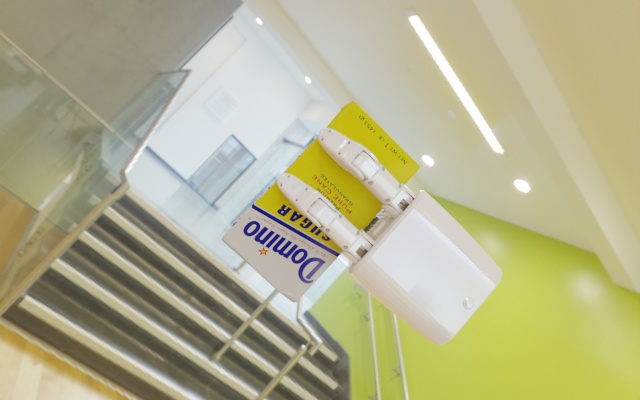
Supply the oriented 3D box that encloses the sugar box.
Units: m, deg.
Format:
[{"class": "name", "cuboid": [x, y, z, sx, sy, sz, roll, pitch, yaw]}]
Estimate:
[{"class": "sugar box", "cuboid": [0.000, 0.002, 0.454, 0.093, 0.176, 0.048, 43, -6, -7]}]
